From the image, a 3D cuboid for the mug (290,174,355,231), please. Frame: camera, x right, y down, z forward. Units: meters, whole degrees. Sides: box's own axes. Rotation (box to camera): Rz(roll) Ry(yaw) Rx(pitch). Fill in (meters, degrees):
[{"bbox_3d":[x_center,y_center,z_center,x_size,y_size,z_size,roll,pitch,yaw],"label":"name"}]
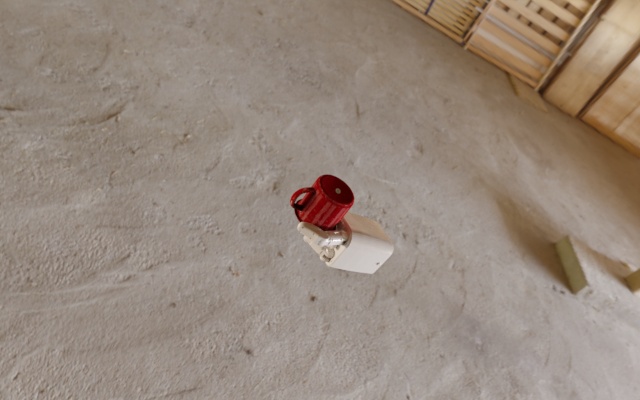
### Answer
[{"bbox_3d":[-0.001,0.002,0.885,0.117,0.093,0.081,15,-50,-29],"label":"mug"}]
